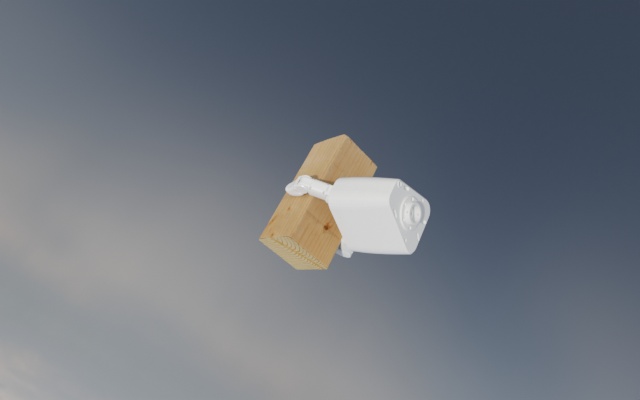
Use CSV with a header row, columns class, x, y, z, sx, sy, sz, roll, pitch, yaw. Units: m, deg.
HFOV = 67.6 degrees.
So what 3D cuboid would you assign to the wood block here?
class,x,y,z,sx,sy,sz,roll,pitch,yaw
wood block,0.000,0.002,0.791,0.091,0.206,0.090,42,-30,-26
